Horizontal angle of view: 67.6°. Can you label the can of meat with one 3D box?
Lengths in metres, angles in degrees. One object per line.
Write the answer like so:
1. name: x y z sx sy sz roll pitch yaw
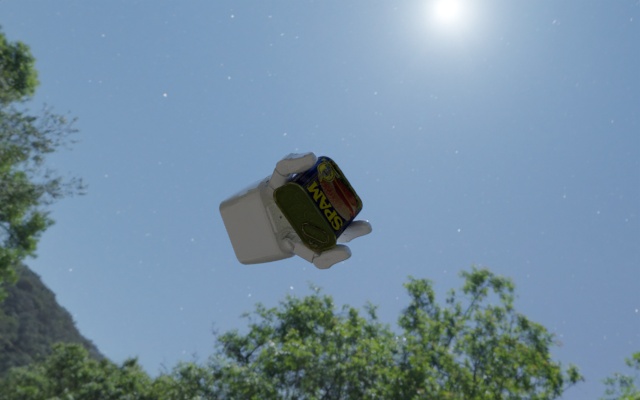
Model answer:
1. can of meat: 0.000 0.002 0.630 0.057 0.102 0.084 -22 17 44
